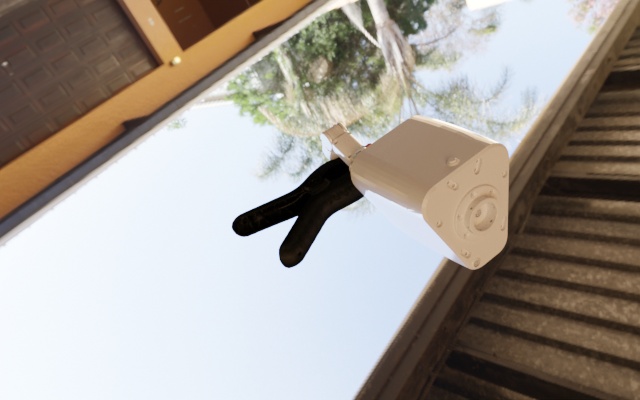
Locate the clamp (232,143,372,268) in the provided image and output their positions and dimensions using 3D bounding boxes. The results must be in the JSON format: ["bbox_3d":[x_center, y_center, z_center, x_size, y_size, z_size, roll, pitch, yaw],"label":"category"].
[{"bbox_3d":[0.000,0.002,0.476,0.171,0.039,0.120,-35,35,-11],"label":"clamp"}]
